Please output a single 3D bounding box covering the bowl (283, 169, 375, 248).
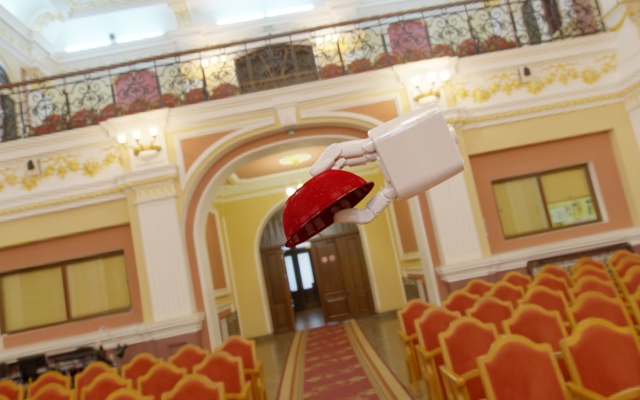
[{"bbox_3d":[-0.001,0.003,0.709,0.162,0.055,0.162,-35,-11,-8],"label":"bowl"}]
